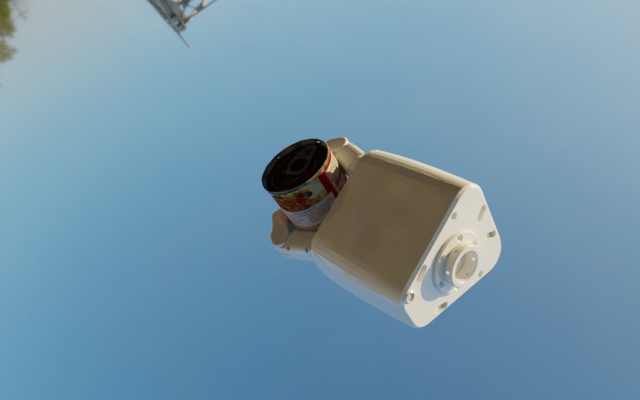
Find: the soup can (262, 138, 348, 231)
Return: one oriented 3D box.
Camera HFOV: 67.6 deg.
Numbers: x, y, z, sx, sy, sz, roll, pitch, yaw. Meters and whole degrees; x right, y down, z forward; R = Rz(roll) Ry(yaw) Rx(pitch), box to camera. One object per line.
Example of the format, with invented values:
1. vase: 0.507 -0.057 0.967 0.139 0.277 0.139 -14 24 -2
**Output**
1. soup can: 0.000 0.002 0.452 0.068 0.068 0.102 0 -41 38
